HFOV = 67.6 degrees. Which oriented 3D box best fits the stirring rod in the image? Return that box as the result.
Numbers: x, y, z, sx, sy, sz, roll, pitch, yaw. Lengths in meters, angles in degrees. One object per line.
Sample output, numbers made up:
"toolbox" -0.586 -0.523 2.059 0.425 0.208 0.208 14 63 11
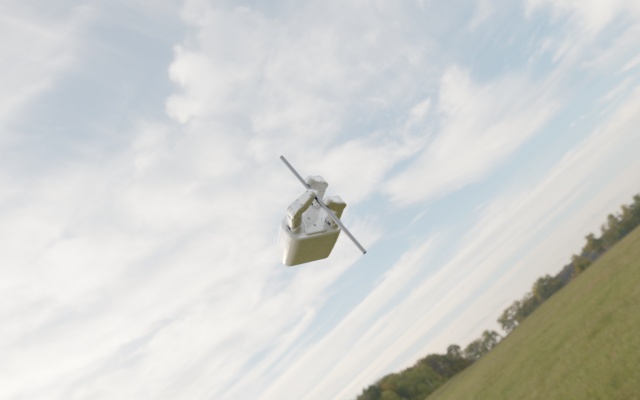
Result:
"stirring rod" 0.000 0.003 0.824 0.239 0.011 0.011 49 25 24
